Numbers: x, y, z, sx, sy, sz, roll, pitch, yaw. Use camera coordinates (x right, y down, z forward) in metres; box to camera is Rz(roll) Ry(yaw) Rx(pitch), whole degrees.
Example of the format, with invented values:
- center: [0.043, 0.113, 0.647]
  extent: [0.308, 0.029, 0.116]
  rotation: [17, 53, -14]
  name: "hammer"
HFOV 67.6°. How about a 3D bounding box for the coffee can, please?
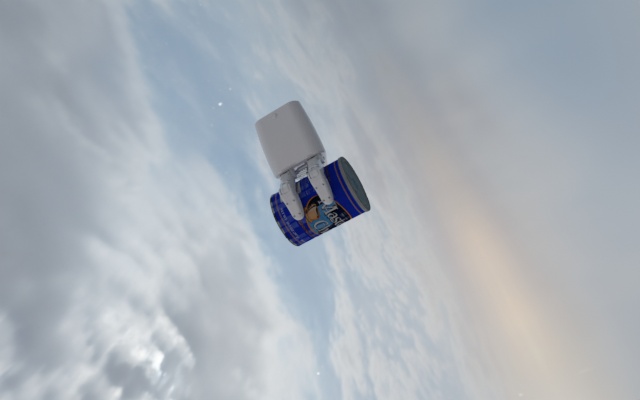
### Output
- center: [0.000, 0.003, 0.814]
  extent: [0.140, 0.103, 0.103]
  rotation: [-28, -7, 14]
  name: "coffee can"
